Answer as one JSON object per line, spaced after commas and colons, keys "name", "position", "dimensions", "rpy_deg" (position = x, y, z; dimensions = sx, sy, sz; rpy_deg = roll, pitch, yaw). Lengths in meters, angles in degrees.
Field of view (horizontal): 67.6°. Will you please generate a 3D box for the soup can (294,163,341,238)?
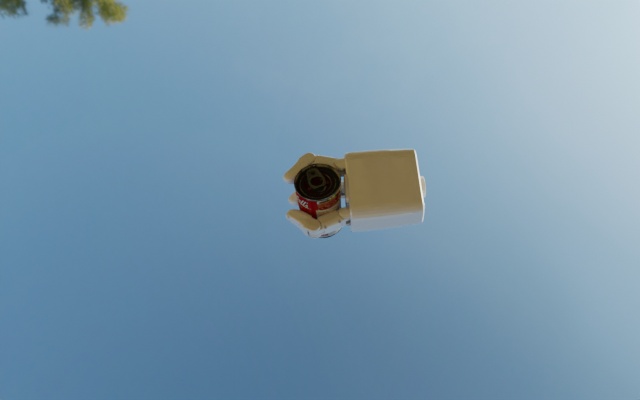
{"name": "soup can", "position": [0.000, 0.003, 0.719], "dimensions": [0.068, 0.068, 0.102], "rpy_deg": [0, -36, 6]}
